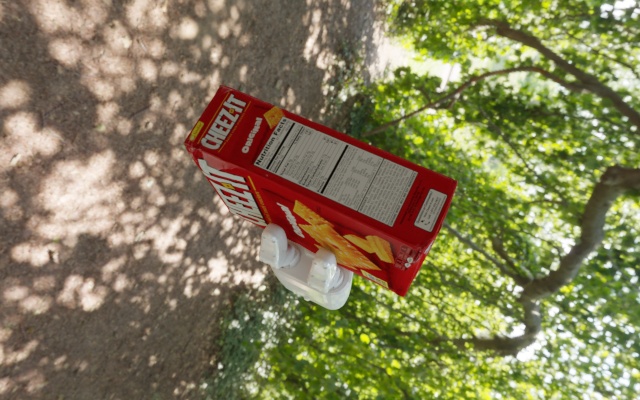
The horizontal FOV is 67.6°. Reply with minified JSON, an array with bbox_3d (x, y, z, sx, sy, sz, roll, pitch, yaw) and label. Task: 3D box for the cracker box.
[{"bbox_3d":[0.000,0.001,0.442,0.213,0.072,0.164,24,-19,13],"label":"cracker box"}]
